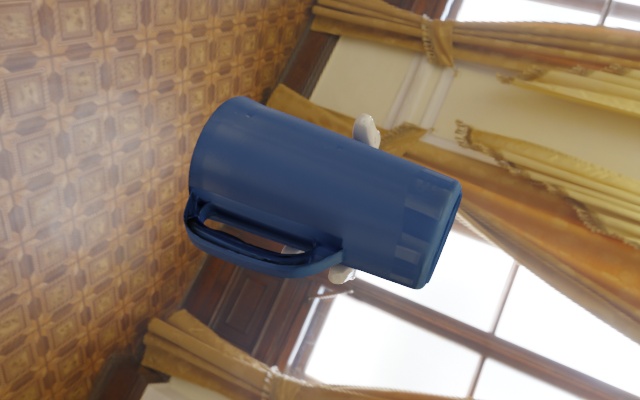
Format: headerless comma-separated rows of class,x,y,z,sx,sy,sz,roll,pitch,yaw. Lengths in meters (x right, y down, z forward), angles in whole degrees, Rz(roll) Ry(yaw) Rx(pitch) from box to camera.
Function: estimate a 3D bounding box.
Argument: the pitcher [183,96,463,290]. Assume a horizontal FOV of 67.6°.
pitcher,0.000,0.001,0.462,0.243,0.149,0.145,21,5,17
